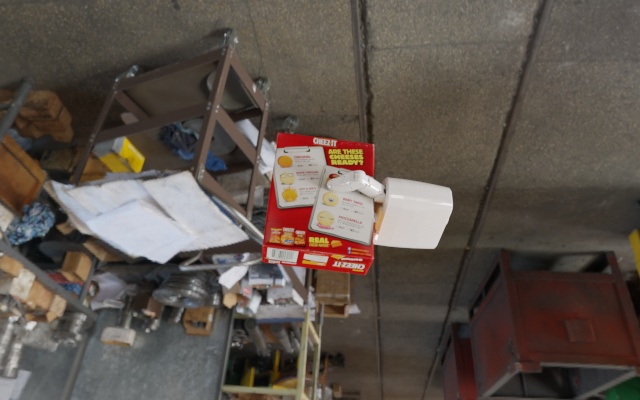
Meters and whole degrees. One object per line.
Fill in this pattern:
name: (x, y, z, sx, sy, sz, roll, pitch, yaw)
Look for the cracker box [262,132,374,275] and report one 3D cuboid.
cracker box: (0.000, 0.003, 0.761, 0.164, 0.213, 0.072, 7, -33, -4)
